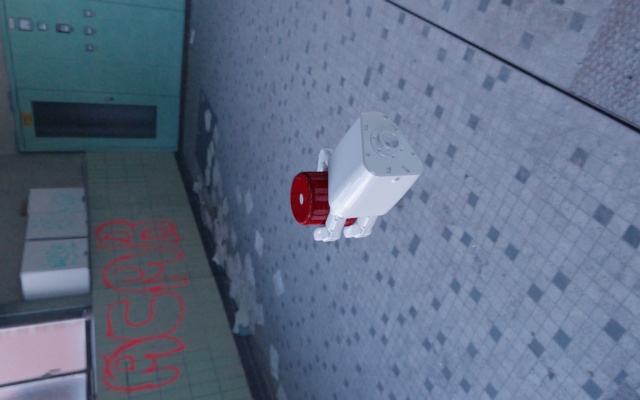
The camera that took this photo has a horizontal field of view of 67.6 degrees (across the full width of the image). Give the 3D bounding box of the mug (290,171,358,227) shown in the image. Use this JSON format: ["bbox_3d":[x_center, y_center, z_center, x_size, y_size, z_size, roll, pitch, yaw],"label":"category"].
[{"bbox_3d":[-0.001,0.003,0.744,0.081,0.093,0.117,-2,-31,-27],"label":"mug"}]
